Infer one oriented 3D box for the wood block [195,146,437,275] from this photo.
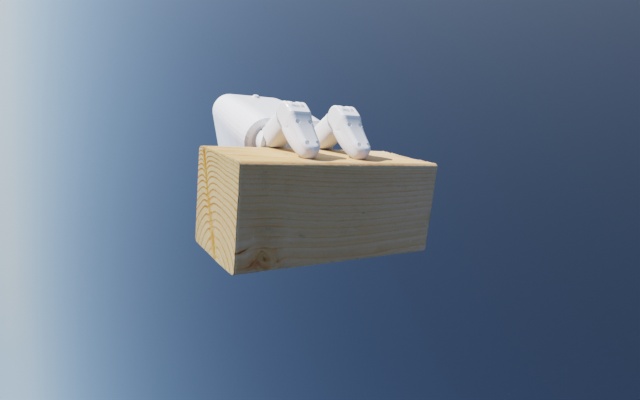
[{"bbox_3d":[0.000,0.002,0.445,0.206,0.091,0.090,-3,15,-33],"label":"wood block"}]
